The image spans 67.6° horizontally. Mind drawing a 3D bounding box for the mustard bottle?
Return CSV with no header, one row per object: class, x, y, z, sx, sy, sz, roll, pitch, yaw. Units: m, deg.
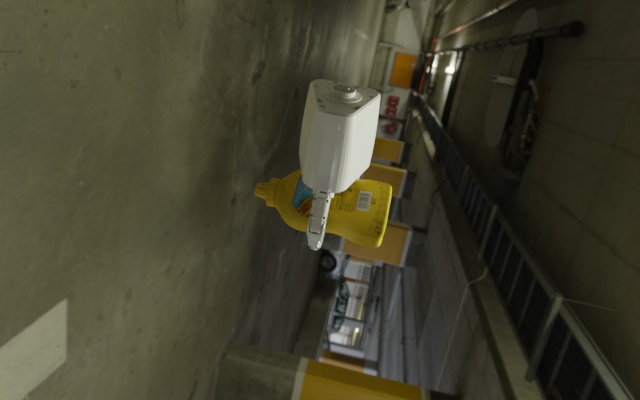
mustard bottle,0.000,0.003,0.678,0.191,0.096,0.058,12,-33,6
